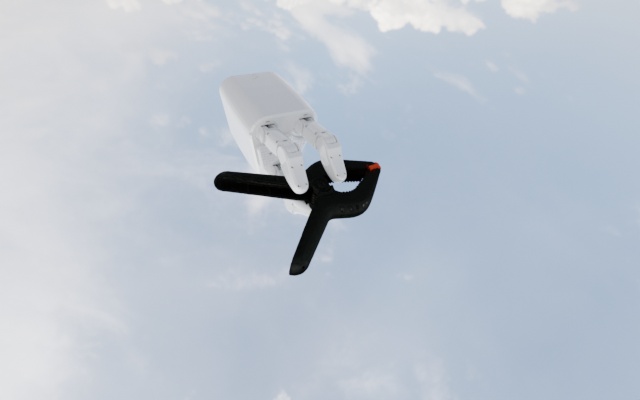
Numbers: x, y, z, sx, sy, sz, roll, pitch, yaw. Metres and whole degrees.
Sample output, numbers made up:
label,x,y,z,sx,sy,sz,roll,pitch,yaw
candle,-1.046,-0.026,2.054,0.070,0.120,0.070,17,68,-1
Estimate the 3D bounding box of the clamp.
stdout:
label,x,y,z,sx,sy,sz,roll,pitch,yaw
clamp,0.000,0.002,0.575,0.210,0.036,0.164,-16,52,-30
